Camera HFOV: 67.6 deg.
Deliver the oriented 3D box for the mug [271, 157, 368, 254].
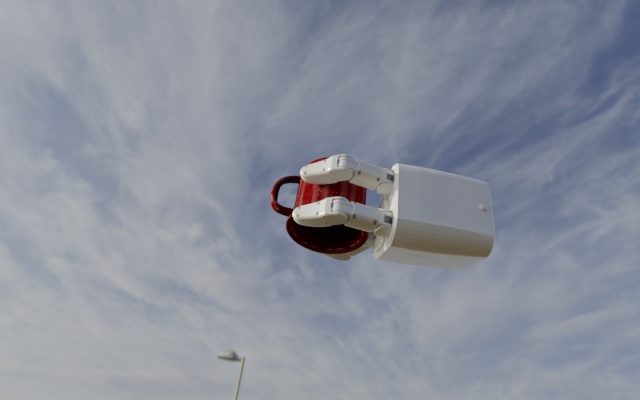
[{"bbox_3d":[-0.001,0.001,0.559,0.117,0.081,0.093,11,-37,-3],"label":"mug"}]
